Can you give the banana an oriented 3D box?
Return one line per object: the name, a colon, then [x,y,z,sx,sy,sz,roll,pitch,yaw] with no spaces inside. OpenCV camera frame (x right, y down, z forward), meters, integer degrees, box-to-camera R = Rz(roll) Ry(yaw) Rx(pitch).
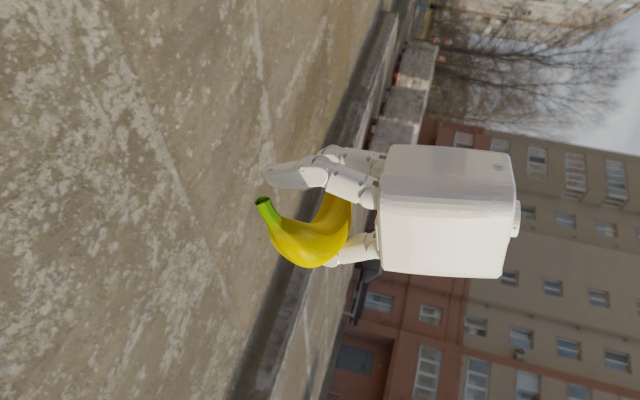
banana: [0.001,0.020,0.438,0.037,0.069,0.198,-4,4,19]
